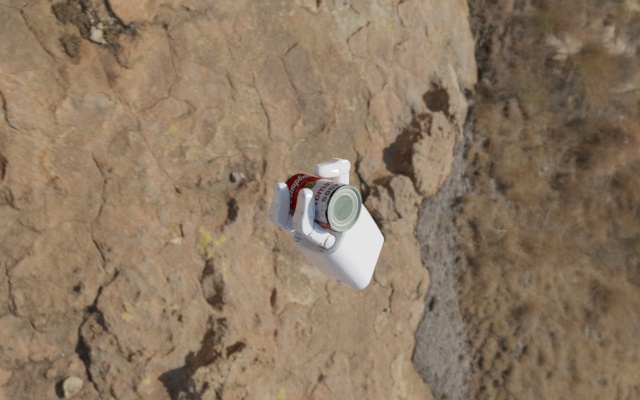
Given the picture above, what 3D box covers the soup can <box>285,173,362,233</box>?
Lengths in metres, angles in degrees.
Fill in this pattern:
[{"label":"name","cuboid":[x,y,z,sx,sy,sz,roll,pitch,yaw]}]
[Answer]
[{"label":"soup can","cuboid":[0.000,0.002,0.677,0.068,0.068,0.102,0,11,-42]}]
